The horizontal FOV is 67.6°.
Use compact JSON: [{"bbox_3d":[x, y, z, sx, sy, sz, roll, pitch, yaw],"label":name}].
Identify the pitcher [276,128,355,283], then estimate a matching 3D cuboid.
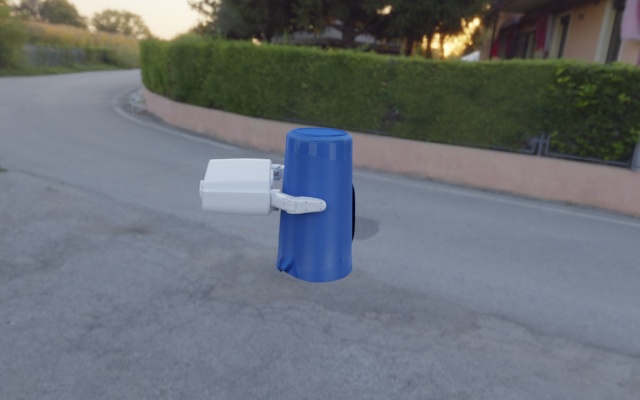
[{"bbox_3d":[0.000,0.003,0.810,0.145,0.243,0.149,1,16,-5],"label":"pitcher"}]
